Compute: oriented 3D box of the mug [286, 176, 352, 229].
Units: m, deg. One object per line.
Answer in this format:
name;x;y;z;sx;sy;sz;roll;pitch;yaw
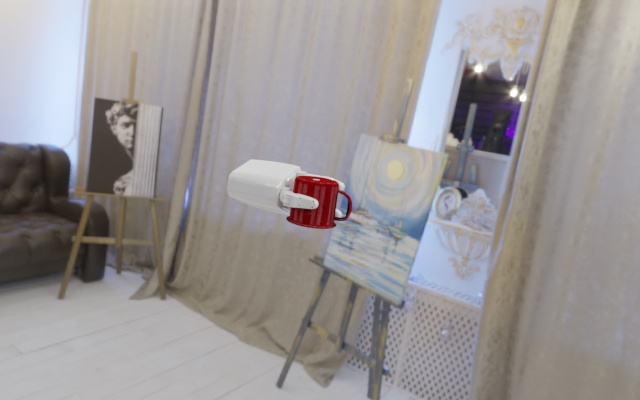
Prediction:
mug;0.002;0.003;0.866;0.117;0.081;0.093;11;10;14
